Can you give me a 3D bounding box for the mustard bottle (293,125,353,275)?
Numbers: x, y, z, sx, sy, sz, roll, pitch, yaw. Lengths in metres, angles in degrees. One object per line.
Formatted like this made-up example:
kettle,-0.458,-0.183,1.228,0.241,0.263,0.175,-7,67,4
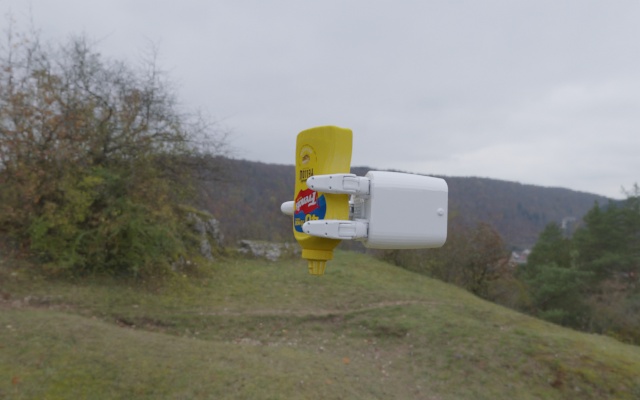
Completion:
mustard bottle,0.000,0.002,0.632,0.058,0.191,0.096,5,-4,-35
